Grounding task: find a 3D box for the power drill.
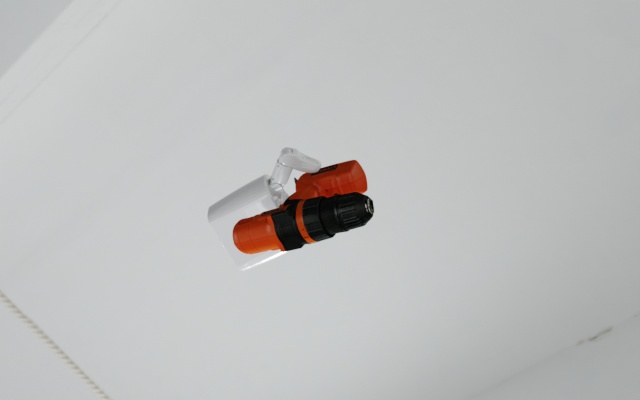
[{"bbox_3d":[0.000,0.002,0.617,0.184,0.057,0.187,-13,14,26],"label":"power drill"}]
